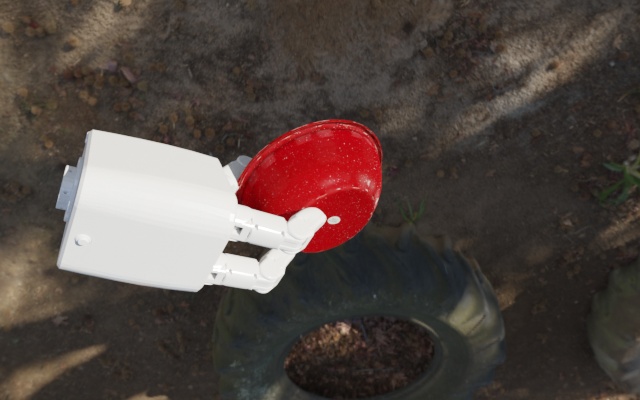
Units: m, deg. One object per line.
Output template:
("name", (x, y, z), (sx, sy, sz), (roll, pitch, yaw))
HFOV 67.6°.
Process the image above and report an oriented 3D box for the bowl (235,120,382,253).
("bowl", (0.001, 0.002, 0.467), (0.162, 0.055, 0.162), (-19, -37, -15))
